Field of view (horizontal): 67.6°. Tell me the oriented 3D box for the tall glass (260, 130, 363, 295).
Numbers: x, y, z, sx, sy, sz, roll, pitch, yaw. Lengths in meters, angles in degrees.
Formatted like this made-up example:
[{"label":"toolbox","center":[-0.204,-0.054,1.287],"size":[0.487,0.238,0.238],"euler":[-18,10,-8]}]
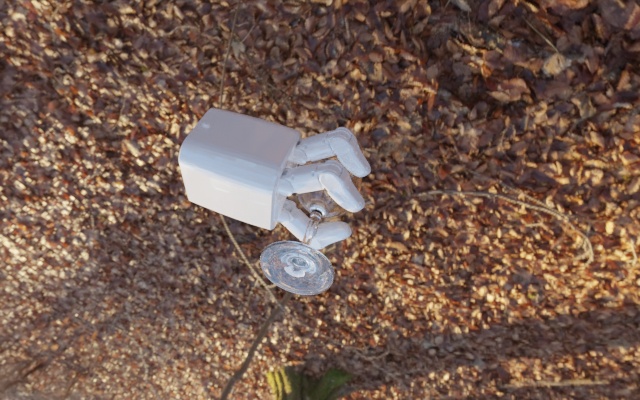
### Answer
[{"label":"tall glass","center":[0.000,0.002,0.526],"size":[0.079,0.079,0.201],"euler":[0,40,18]}]
